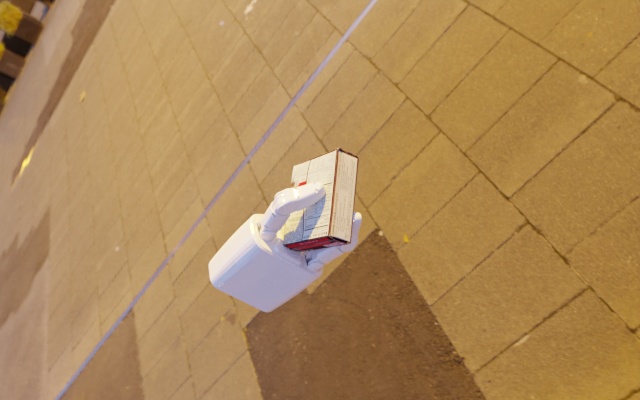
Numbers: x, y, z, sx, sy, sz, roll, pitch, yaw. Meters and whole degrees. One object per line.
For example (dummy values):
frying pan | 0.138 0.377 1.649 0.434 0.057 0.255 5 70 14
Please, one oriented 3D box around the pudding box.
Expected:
pudding box | 0.000 0.002 0.581 0.039 0.113 0.090 19 -22 -37
